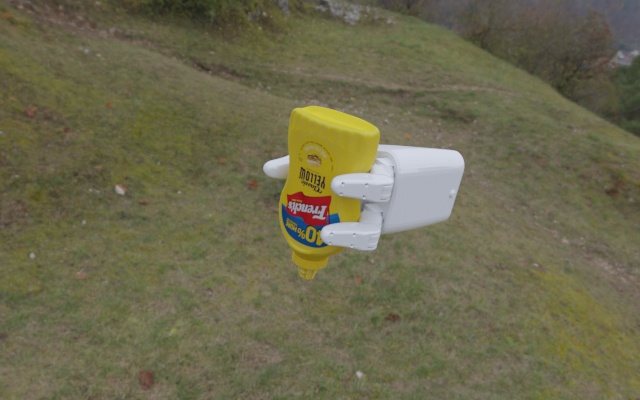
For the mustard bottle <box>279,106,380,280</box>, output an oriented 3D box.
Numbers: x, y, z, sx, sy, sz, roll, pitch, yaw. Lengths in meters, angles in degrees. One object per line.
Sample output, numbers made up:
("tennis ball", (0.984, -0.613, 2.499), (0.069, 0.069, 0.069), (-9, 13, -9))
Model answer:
("mustard bottle", (0.000, 0.002, 0.518), (0.096, 0.192, 0.058), (24, 28, 28))
